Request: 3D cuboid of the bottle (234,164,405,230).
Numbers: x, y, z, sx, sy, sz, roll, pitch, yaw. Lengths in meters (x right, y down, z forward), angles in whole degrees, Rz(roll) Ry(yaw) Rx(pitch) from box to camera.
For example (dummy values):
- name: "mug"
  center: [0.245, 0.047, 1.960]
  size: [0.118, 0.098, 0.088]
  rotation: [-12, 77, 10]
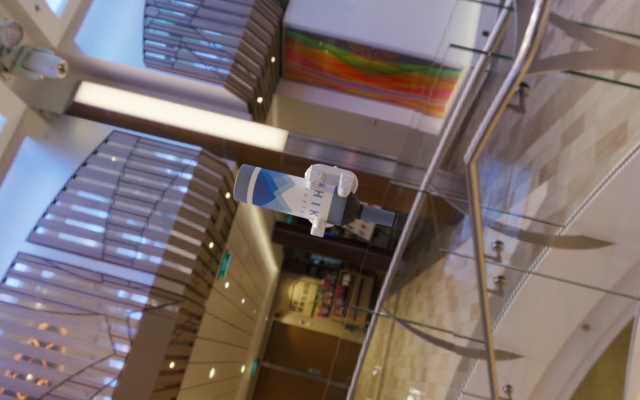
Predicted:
- name: "bottle"
  center: [0.000, 0.003, 0.835]
  size: [0.296, 0.069, 0.069]
  rotation: [14, 1, 3]
